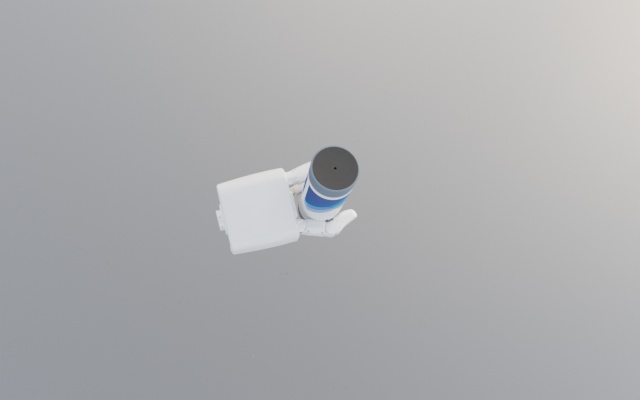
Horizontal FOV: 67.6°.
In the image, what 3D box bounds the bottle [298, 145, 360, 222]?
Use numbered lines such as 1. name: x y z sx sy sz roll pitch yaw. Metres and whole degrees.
1. bottle: 0.000 0.002 0.767 0.069 0.069 0.296 0 -18 -8
